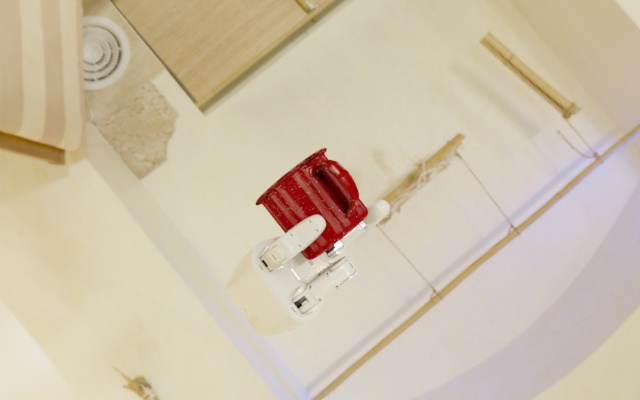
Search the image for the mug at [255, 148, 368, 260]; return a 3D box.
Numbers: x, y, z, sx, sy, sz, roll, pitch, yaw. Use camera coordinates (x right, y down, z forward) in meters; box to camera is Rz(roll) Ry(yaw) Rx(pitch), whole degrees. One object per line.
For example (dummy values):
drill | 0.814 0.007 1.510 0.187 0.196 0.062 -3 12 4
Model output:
mug | 0.001 0.001 0.479 0.093 0.081 0.117 -38 -2 -38
